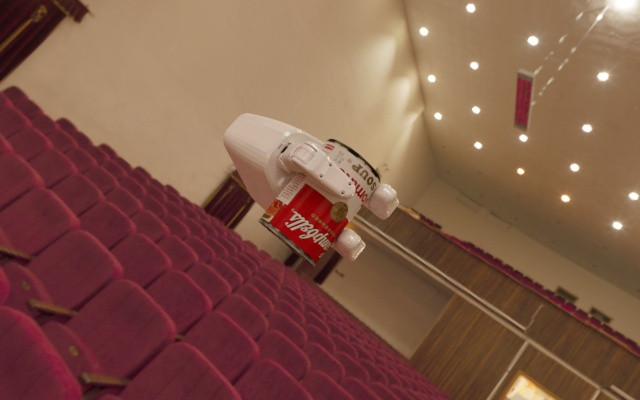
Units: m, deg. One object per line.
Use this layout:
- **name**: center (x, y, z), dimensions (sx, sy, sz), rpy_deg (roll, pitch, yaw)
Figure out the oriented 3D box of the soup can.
- **soup can**: center (0.000, 0.001, 0.448), dimensions (0.068, 0.102, 0.068), rpy_deg (39, -9, 7)
